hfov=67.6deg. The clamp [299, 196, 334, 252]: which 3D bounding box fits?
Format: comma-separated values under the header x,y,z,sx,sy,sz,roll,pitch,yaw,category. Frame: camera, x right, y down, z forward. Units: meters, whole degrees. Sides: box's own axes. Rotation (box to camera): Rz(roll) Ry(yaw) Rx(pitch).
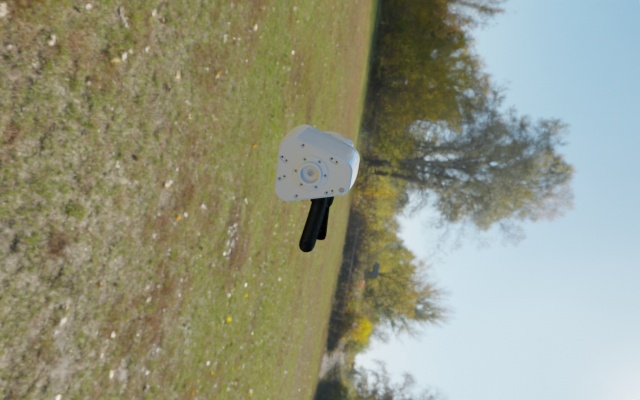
x,y,z,sx,sy,sz,roll,pitch,yaw,category
0.001,0.003,0.782,0.039,0.171,0.120,10,17,5,clamp
